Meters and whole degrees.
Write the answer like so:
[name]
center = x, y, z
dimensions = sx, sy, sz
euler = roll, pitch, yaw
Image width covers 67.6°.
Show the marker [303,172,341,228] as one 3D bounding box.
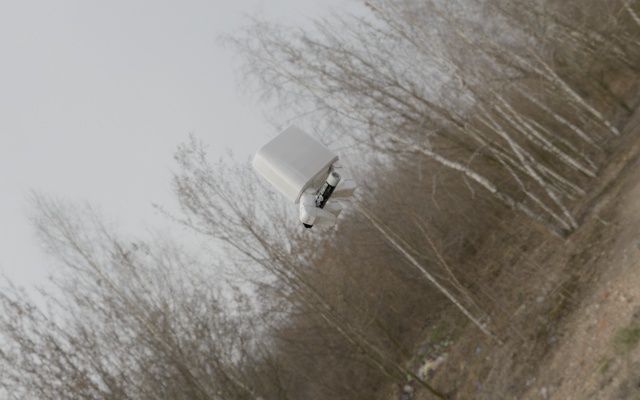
[marker]
center = 0.000, 0.003, 0.783
dimensions = 0.020, 0.020, 0.121
euler = 0, -44, -34
